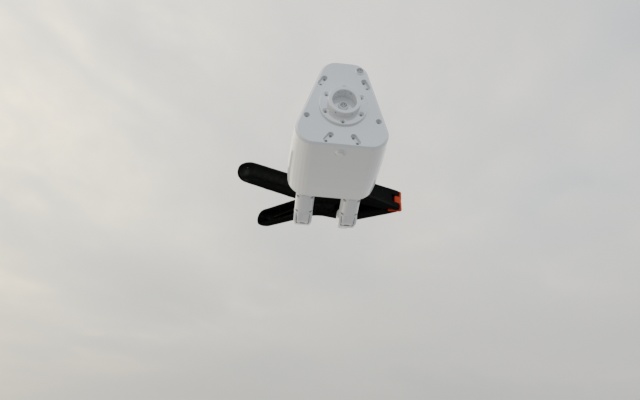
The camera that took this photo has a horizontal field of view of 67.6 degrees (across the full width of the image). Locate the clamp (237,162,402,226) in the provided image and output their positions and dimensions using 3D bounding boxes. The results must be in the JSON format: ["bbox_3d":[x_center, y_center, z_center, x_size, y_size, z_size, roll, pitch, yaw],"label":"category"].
[{"bbox_3d":[0.001,0.001,0.640,0.210,0.036,0.165,4,-23,-3],"label":"clamp"}]
